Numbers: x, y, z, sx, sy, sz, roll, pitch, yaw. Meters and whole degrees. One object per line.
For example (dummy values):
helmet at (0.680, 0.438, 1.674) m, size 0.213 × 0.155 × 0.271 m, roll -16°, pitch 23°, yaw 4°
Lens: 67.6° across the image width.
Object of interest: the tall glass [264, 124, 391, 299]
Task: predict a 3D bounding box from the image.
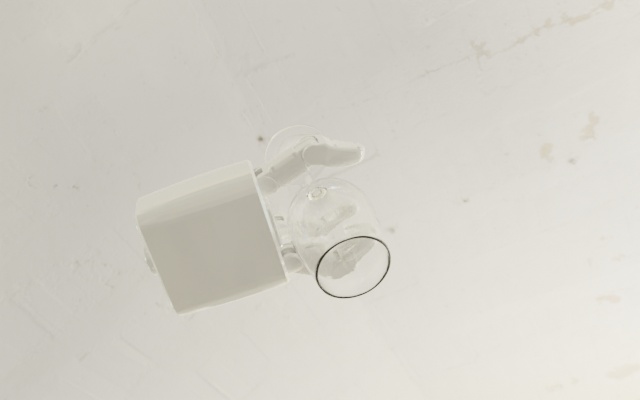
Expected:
tall glass at (0.000, 0.001, 0.448) m, size 0.079 × 0.079 × 0.201 m, roll 0°, pitch 31°, yaw -18°
